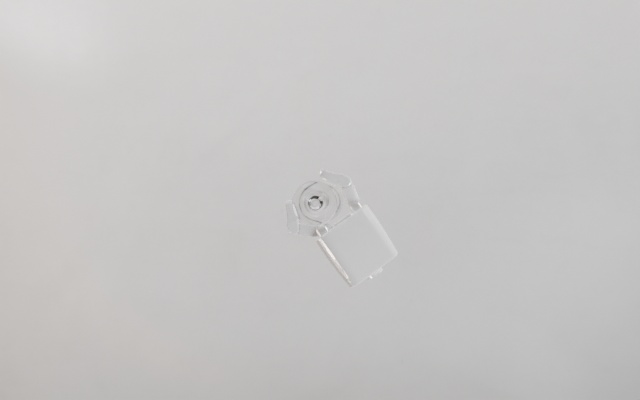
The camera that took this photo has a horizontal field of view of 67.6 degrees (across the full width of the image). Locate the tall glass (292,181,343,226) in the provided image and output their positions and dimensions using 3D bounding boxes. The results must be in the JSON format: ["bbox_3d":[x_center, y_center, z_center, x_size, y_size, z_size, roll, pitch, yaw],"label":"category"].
[{"bbox_3d":[0.000,0.003,0.874,0.079,0.079,0.201,0,2,6],"label":"tall glass"}]
